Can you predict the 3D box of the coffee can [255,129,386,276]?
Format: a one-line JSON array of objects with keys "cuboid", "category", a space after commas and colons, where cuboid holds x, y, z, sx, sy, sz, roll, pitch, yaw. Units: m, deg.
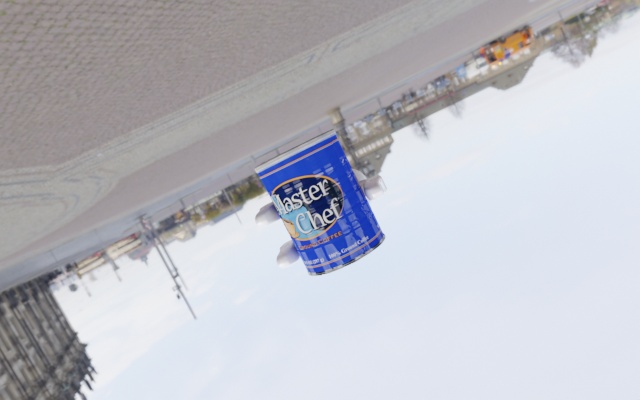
[{"cuboid": [0.000, 0.002, 0.558, 0.103, 0.140, 0.103, -26, 6, 3], "category": "coffee can"}]
